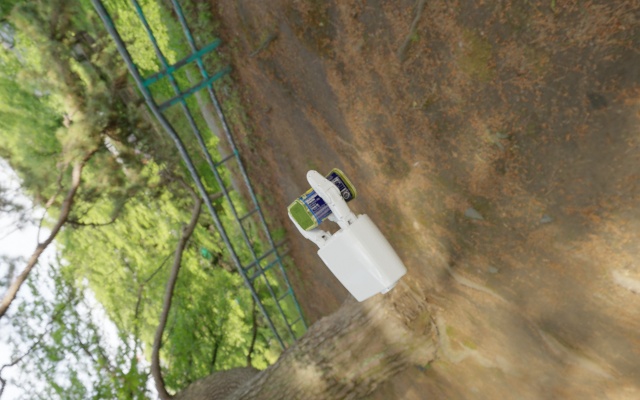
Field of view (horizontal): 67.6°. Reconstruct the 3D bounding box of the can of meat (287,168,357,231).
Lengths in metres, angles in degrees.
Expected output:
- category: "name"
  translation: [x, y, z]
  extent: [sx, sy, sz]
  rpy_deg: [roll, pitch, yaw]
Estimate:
- category: "can of meat"
  translation: [0.000, 0.003, 0.764]
  extent: [0.084, 0.057, 0.102]
  rpy_deg: [-37, 0, -18]
